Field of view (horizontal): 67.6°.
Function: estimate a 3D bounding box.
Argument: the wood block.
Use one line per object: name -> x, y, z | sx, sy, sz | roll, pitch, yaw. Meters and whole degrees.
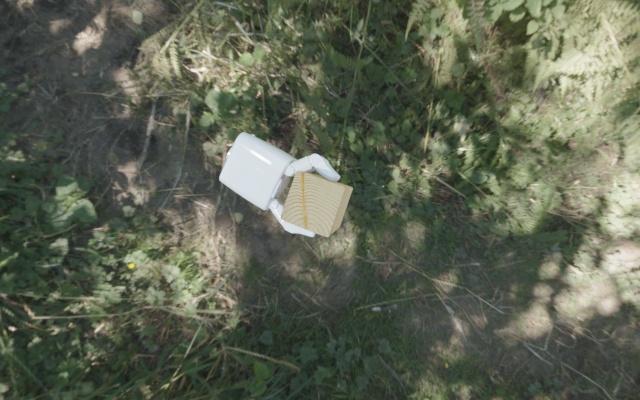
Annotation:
wood block -> 0.000, 0.003, 0.893 | 0.090, 0.091, 0.206 | 20, 4, 7
